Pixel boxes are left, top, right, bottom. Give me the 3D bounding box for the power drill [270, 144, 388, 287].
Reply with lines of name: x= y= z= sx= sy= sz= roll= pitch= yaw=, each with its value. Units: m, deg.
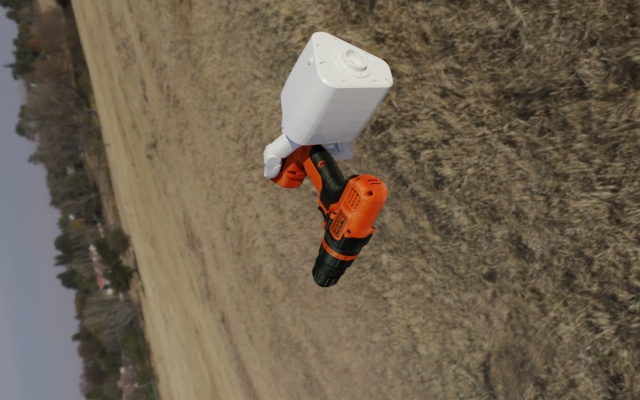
power drill: x=0.000 y=0.002 z=0.658 sx=0.057 sy=0.184 sz=0.187 roll=-6 pitch=45 yaw=-39
